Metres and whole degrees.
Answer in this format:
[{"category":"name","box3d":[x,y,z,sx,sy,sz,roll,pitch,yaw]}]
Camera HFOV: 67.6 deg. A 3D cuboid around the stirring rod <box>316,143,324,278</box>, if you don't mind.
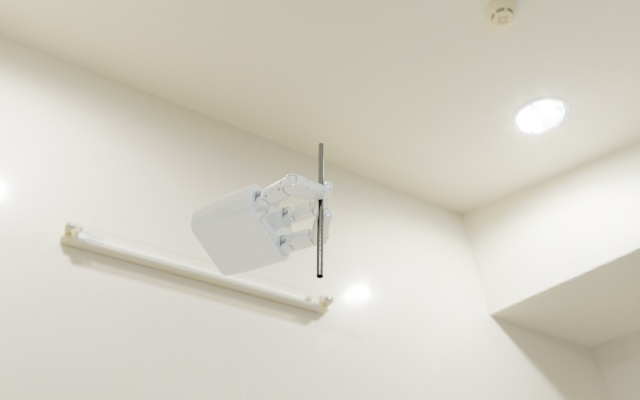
[{"category":"stirring rod","box3d":[0.000,0.002,0.639,0.011,0.239,0.011,0,-44,0]}]
